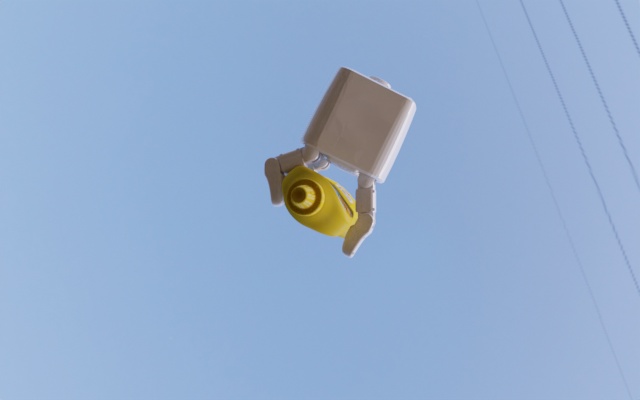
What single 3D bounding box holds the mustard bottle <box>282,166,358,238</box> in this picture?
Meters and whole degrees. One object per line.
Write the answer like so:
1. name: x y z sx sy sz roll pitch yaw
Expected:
1. mustard bottle: 0.000 0.002 0.587 0.058 0.096 0.191 -40 -12 7
